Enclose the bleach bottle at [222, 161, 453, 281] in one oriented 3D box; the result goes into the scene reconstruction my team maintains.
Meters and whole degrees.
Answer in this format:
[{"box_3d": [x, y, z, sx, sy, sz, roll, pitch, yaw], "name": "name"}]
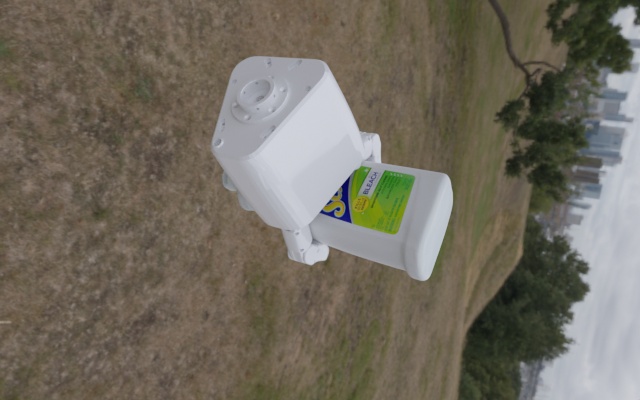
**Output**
[{"box_3d": [0.000, 0.002, 0.496, 0.251, 0.102, 0.068, 12, -27, 27], "name": "bleach bottle"}]
